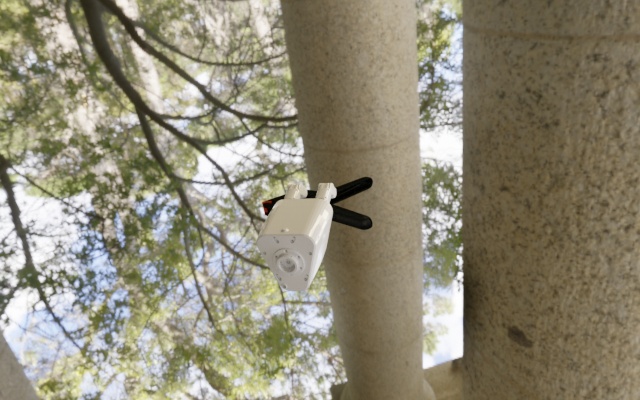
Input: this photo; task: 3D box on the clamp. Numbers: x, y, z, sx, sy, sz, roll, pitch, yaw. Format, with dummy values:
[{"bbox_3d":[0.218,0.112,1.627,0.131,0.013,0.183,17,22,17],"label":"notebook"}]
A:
[{"bbox_3d":[0.000,0.004,0.875,0.210,0.036,0.164,-1,28,15],"label":"clamp"}]
